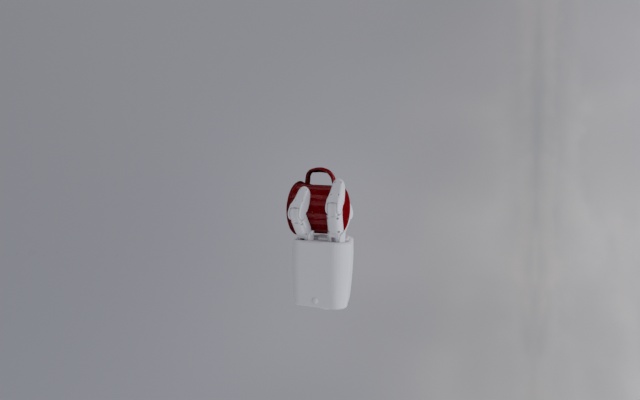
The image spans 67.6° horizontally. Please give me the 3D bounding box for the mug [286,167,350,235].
[{"bbox_3d":[0.000,0.001,0.805,0.081,0.117,0.093,3,2,24],"label":"mug"}]
